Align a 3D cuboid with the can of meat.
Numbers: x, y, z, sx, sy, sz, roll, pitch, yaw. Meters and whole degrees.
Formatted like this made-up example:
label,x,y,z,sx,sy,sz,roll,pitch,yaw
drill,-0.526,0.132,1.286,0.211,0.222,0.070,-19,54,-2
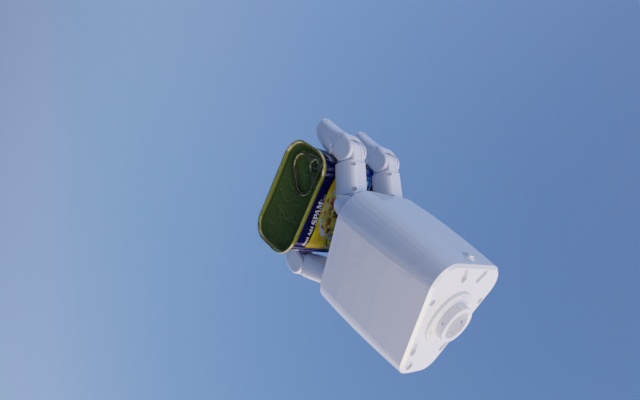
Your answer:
label,x,y,z,sx,sy,sz,roll,pitch,yaw
can of meat,0.000,0.002,0.460,0.084,0.102,0.057,10,19,-44
